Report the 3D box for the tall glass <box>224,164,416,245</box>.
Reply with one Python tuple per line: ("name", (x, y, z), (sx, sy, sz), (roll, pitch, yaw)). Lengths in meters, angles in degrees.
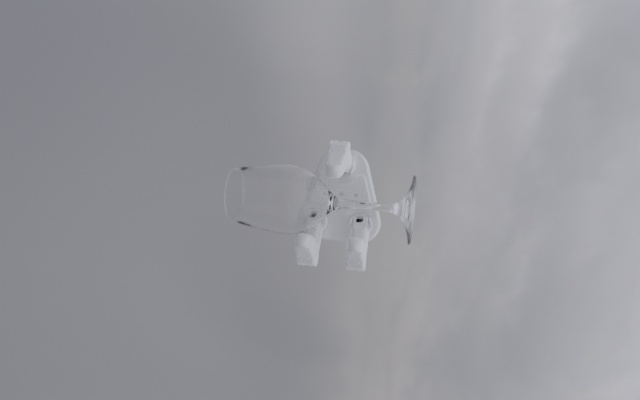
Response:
("tall glass", (0.001, 0.002, 0.524), (0.201, 0.079, 0.079), (5, 1, 8))
